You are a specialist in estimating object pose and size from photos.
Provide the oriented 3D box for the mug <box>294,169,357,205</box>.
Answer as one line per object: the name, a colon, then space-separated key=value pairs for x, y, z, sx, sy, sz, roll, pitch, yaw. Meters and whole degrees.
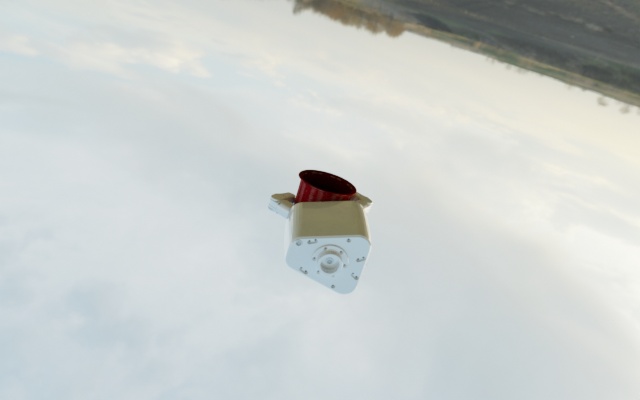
mug: x=0.000 y=0.002 z=0.758 sx=0.093 sy=0.081 sz=0.117 roll=15 pitch=21 yaw=-7
